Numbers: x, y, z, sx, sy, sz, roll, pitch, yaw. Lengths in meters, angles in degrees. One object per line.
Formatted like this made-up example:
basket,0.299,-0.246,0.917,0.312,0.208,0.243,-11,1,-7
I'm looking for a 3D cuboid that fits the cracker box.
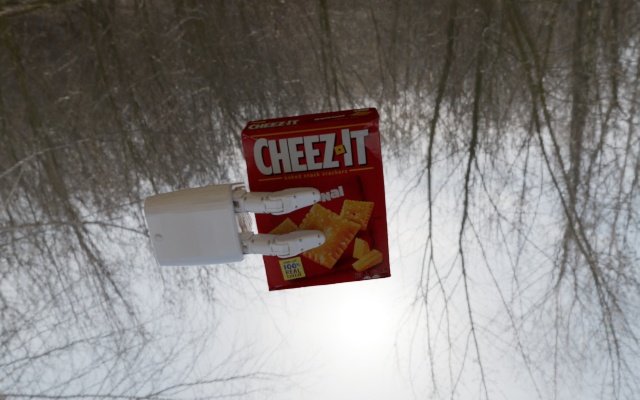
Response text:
cracker box,0.000,0.002,0.604,0.164,0.214,0.072,-6,21,3
